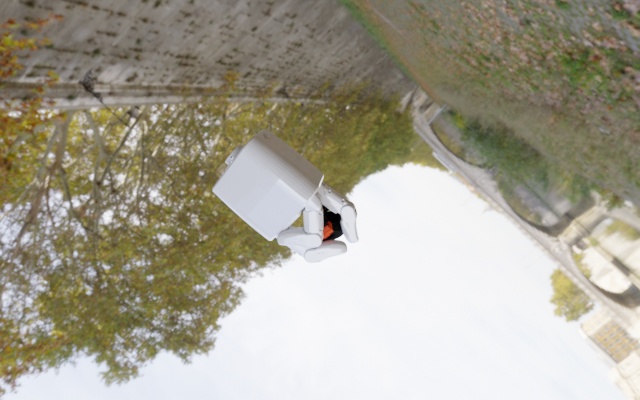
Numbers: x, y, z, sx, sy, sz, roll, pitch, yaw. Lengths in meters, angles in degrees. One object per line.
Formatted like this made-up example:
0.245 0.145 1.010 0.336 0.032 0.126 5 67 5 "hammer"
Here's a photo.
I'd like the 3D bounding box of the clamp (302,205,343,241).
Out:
0.000 0.003 0.720 0.120 0.039 0.171 40 17 -6 "clamp"
